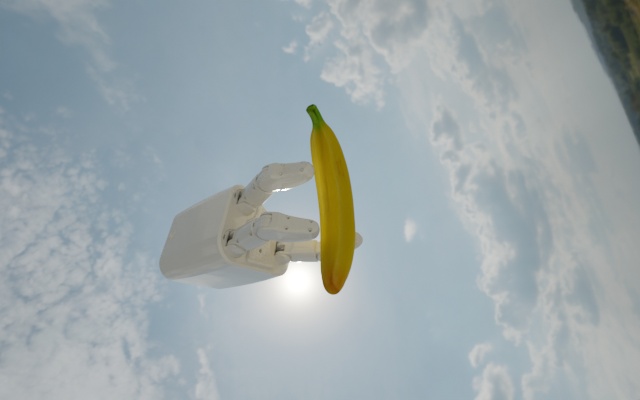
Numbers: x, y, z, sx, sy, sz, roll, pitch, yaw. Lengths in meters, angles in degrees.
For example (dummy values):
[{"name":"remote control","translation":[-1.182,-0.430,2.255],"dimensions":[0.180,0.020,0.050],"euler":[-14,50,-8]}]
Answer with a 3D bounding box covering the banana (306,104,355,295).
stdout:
[{"name":"banana","translation":[0.010,0.002,0.505],"dimensions":[0.037,0.197,0.069],"euler":[-17,-18,29]}]
